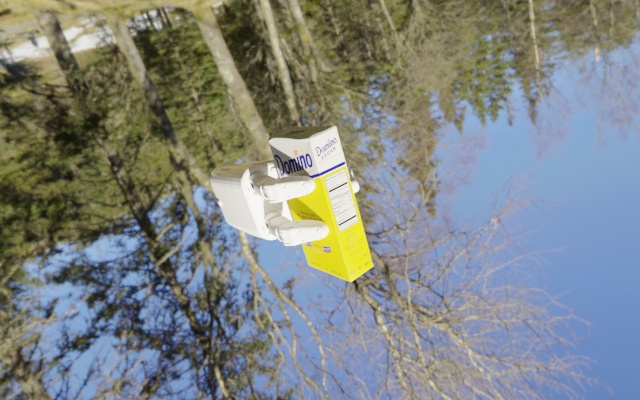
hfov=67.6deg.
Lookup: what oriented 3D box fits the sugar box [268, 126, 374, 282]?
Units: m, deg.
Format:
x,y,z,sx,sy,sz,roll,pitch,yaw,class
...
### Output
x,y,z,sx,sy,sz,roll,pitch,yaw,class
0.000,0.002,0.563,0.048,0.176,0.093,-30,22,-29,sugar box
